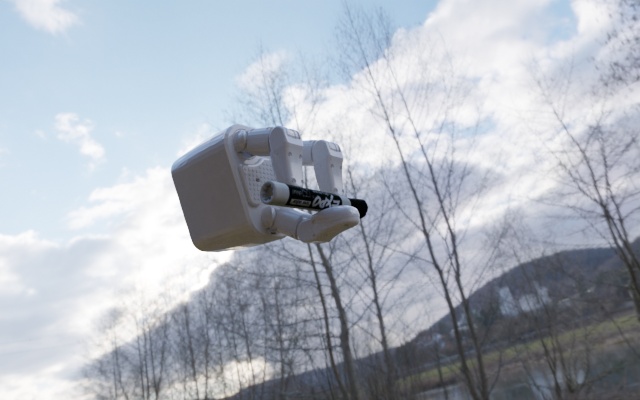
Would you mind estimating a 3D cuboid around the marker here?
[{"bbox_3d":[0.000,0.001,0.409,0.020,0.020,0.121,0,-7,43],"label":"marker"}]
